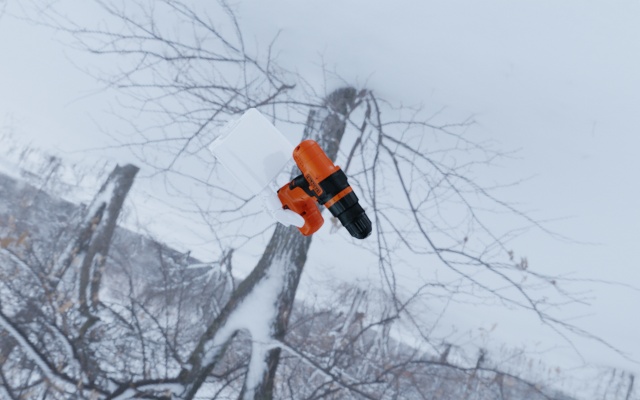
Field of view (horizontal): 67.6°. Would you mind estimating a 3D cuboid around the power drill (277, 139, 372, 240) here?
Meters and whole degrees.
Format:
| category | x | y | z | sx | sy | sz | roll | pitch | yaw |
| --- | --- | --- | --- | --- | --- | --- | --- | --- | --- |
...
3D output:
| category | x | y | z | sx | sy | sz | roll | pitch | yaw |
| --- | --- | --- | --- | --- | --- | --- | --- | --- | --- |
| power drill | 0.000 | 0.003 | 0.824 | 0.057 | 0.184 | 0.188 | -32 | -4 | -27 |
